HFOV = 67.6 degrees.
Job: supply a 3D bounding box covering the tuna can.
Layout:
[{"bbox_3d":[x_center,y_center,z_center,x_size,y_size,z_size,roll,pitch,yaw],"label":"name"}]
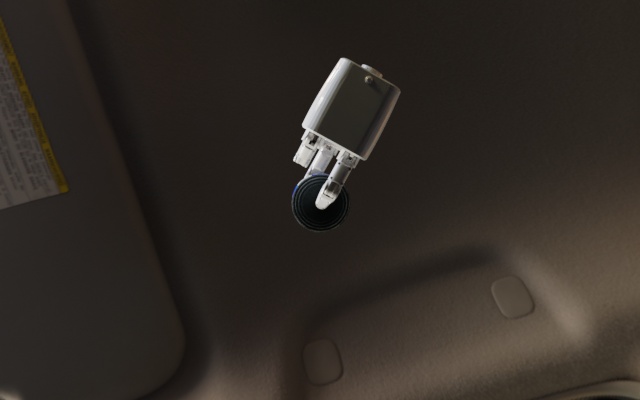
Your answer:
[{"bbox_3d":[0.000,0.002,0.711,0.086,0.086,0.033,0,8,-4],"label":"tuna can"}]
